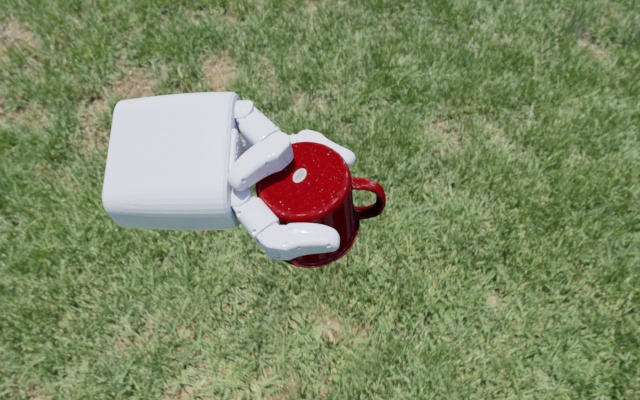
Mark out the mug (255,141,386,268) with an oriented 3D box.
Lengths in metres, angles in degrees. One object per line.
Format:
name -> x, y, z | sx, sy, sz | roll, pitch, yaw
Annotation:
mug -> 0.001, 0.001, 0.428 | 0.117, 0.093, 0.082 | -1, -33, 5
